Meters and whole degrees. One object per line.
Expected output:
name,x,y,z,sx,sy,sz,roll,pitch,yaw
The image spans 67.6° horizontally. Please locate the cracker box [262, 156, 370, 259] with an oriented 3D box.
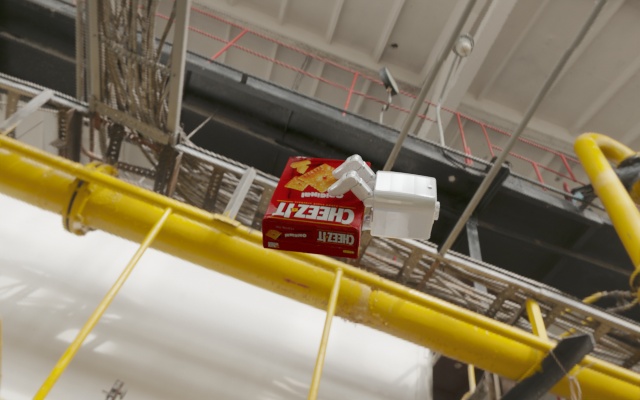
cracker box,0.000,0.003,0.866,0.164,0.072,0.213,5,35,8
